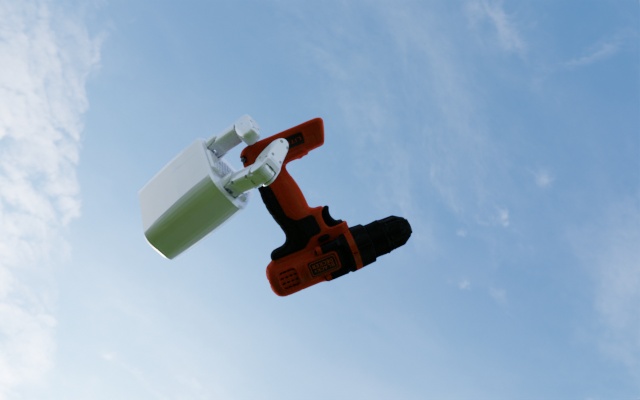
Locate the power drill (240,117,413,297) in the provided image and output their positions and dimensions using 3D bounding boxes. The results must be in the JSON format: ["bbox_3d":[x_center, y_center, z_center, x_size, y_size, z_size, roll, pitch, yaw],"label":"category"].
[{"bbox_3d":[0.000,0.002,0.566,0.184,0.187,0.057,-22,5,-8],"label":"power drill"}]
